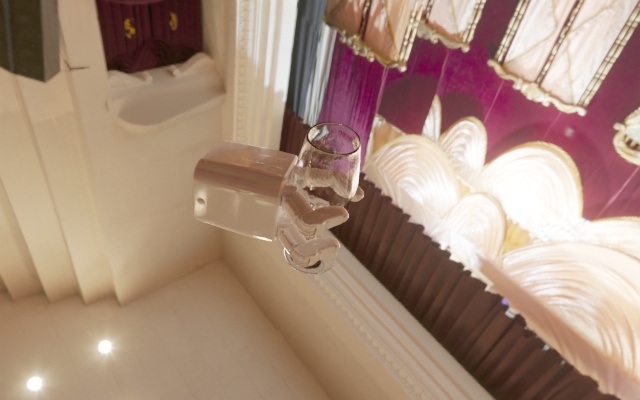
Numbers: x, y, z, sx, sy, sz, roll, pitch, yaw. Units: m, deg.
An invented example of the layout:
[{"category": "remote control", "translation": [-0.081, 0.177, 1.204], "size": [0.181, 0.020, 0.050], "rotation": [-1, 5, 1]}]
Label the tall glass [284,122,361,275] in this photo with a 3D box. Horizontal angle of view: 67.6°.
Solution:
[{"category": "tall glass", "translation": [0.000, 0.002, 0.598], "size": [0.079, 0.201, 0.079], "rotation": [7, 43, -6]}]
